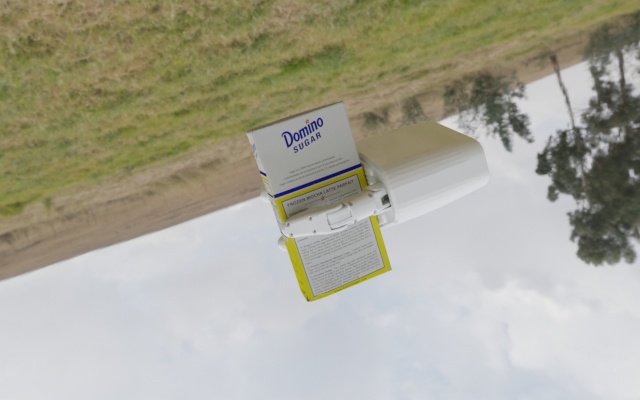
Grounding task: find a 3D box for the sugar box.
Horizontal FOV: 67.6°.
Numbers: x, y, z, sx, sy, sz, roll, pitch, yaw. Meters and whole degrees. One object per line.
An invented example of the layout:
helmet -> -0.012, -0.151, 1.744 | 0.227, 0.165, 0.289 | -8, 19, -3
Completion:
sugar box -> 0.000, 0.002, 0.469 | 0.093, 0.176, 0.048 | -20, 11, -13
